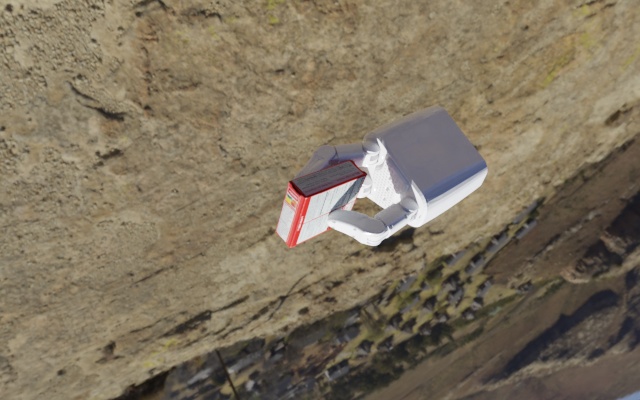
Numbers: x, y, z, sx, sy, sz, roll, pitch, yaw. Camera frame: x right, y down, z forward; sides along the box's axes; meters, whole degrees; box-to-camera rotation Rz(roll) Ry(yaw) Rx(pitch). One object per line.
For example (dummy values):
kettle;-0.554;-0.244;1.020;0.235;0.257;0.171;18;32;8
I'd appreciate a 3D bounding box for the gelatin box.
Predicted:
gelatin box;0.000;0.002;0.501;0.089;0.073;0.030;-23;56;-38
